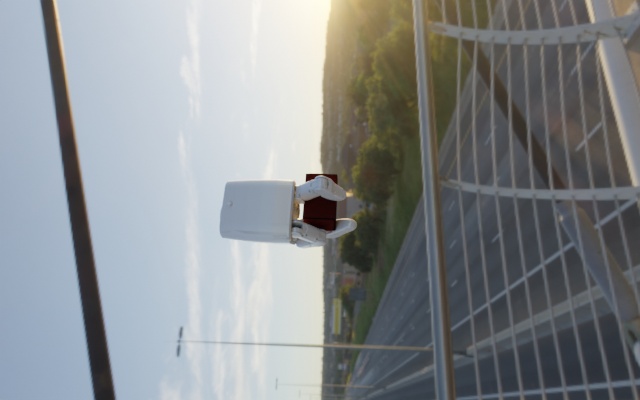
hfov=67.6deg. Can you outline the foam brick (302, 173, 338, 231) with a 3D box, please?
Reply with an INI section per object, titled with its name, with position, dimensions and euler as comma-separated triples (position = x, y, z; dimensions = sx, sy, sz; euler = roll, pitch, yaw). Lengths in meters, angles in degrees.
[foam brick]
position = 0.000, 0.002, 0.748
dimensions = 0.051, 0.078, 0.053
euler = 2, -24, 3
